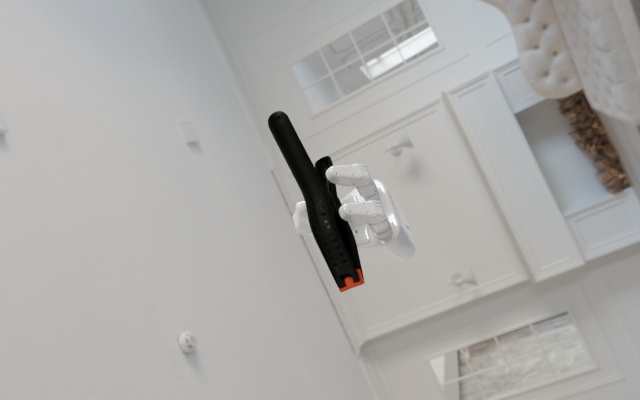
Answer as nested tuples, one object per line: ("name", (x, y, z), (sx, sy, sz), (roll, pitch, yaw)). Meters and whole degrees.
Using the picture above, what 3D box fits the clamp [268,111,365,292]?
("clamp", (0.000, 0.003, 0.562), (0.036, 0.210, 0.165), (-25, -29, 15))
